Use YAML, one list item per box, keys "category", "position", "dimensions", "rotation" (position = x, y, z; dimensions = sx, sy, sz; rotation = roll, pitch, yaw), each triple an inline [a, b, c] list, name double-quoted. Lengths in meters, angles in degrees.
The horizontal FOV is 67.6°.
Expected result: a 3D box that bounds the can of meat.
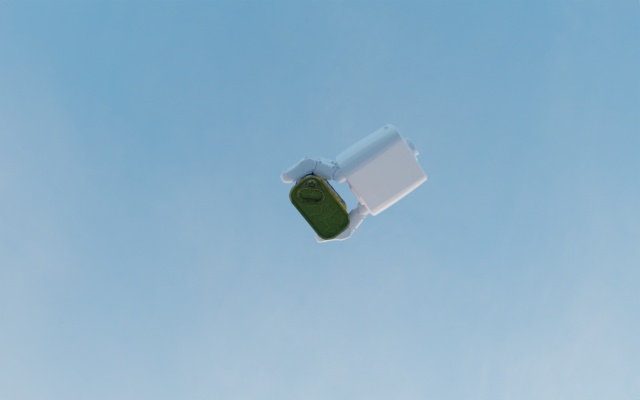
- category: "can of meat"
  position: [0.000, 0.003, 0.757]
  dimensions: [0.057, 0.102, 0.084]
  rotation: [-37, 10, 10]
